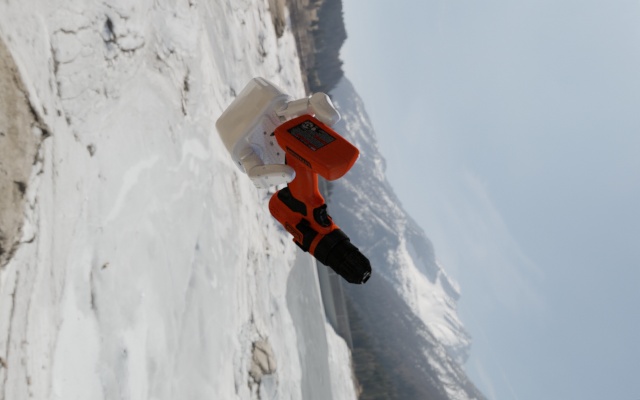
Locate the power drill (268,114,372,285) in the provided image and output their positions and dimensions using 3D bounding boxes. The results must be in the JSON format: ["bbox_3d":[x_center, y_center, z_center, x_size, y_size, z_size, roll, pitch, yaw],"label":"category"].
[{"bbox_3d":[0.000,0.001,0.599,0.057,0.188,0.184,-33,57,-31],"label":"power drill"}]
